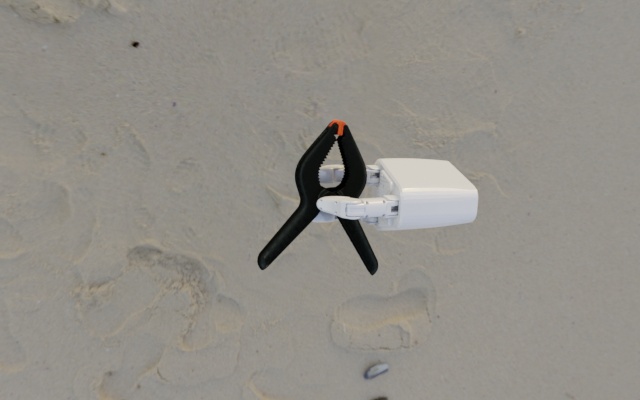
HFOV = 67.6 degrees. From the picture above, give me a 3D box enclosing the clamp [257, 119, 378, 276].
[{"bbox_3d":[0.001,0.002,0.616,0.164,0.210,0.036,-2,13,-14],"label":"clamp"}]
